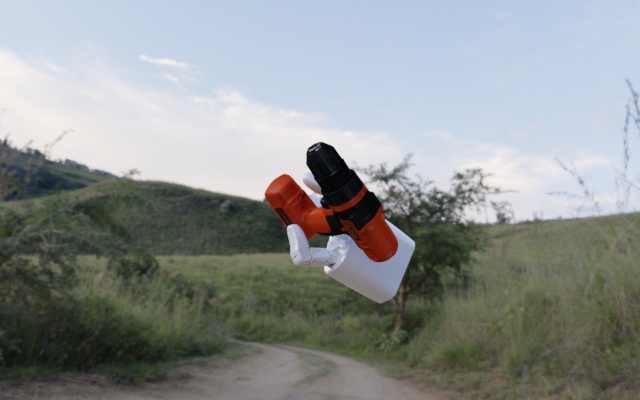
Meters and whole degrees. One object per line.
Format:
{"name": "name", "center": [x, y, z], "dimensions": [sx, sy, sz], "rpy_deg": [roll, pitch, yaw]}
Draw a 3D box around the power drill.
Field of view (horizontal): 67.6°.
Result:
{"name": "power drill", "center": [0.000, 0.002, 0.650], "dimensions": [0.057, 0.184, 0.187], "rpy_deg": [-45, 26, -24]}
